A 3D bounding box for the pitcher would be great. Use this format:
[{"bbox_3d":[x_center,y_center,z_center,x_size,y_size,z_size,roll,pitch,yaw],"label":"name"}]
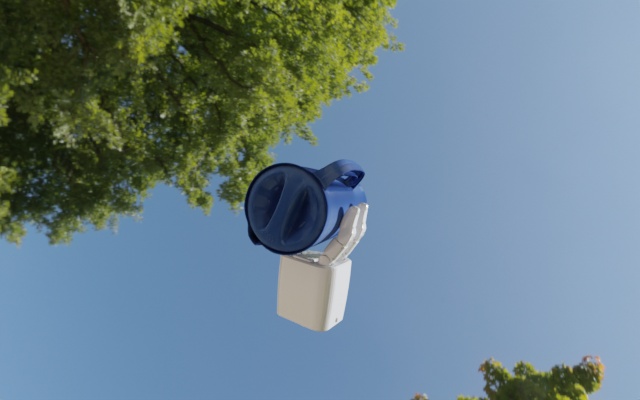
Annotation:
[{"bbox_3d":[0.000,0.003,0.782,0.149,0.145,0.243,7,5,22],"label":"pitcher"}]
